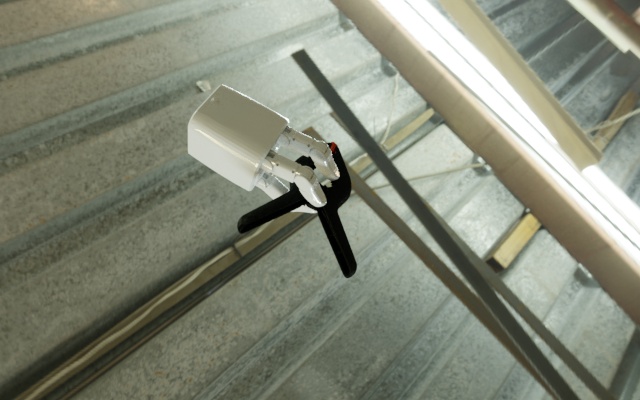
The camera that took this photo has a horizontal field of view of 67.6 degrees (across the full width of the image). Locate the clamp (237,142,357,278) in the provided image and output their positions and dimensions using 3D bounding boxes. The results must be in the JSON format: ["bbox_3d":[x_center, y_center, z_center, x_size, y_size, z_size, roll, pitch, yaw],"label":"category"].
[{"bbox_3d":[0.000,0.002,0.668,0.164,0.209,0.036,30,-40,-3],"label":"clamp"}]
